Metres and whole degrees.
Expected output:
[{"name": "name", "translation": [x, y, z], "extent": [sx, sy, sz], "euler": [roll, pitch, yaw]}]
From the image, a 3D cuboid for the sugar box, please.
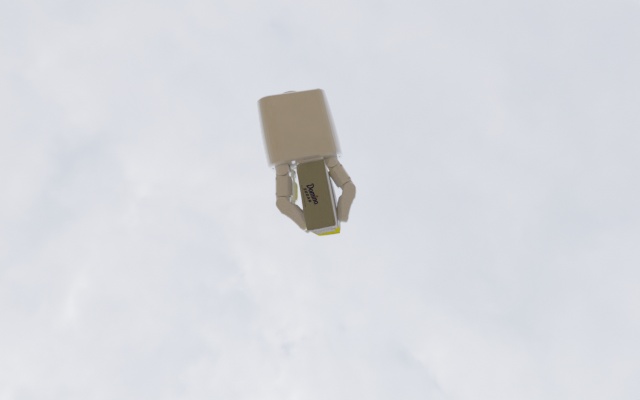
[{"name": "sugar box", "translation": [0.000, 0.002, 0.711], "extent": [0.048, 0.093, 0.176], "euler": [-11, -8, 6]}]
